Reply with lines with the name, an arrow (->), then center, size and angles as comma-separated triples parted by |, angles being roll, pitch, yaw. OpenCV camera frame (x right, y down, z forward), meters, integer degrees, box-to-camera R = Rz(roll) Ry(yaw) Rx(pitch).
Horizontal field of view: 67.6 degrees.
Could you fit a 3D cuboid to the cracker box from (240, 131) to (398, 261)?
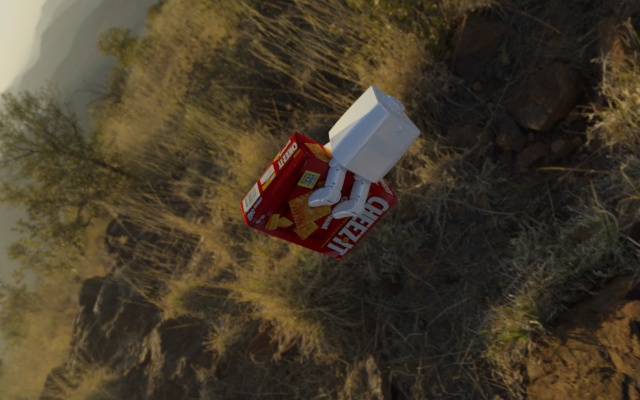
cracker box -> 0.000, 0.002, 0.807 | 0.214, 0.164, 0.072 | 24, 27, -35
